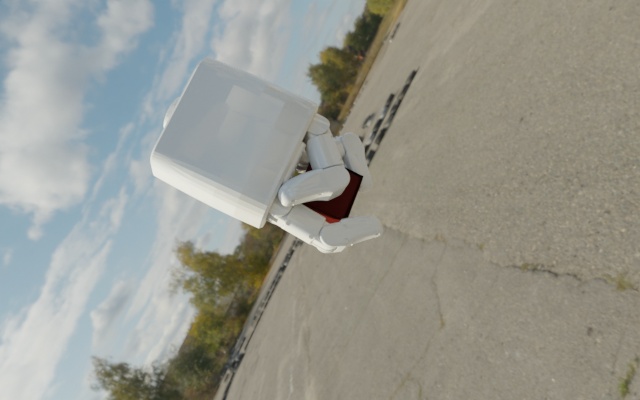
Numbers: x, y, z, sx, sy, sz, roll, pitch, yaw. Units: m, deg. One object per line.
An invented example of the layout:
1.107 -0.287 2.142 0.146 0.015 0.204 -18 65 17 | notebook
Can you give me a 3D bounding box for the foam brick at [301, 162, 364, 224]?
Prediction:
0.000 0.002 0.459 0.051 0.053 0.078 24 -26 -3 | foam brick
